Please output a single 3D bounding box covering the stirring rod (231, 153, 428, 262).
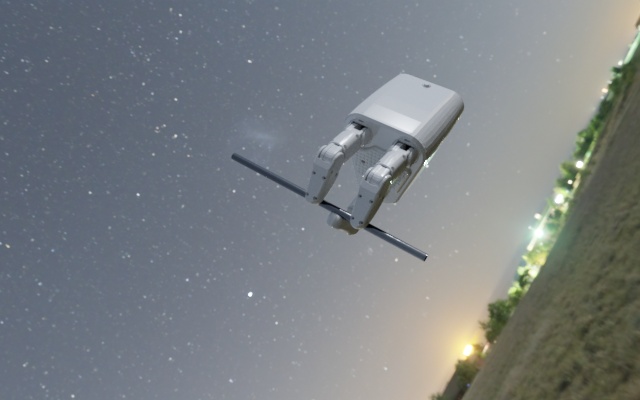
[{"bbox_3d":[0.000,0.002,0.489,0.239,0.011,0.011,28,12,23],"label":"stirring rod"}]
